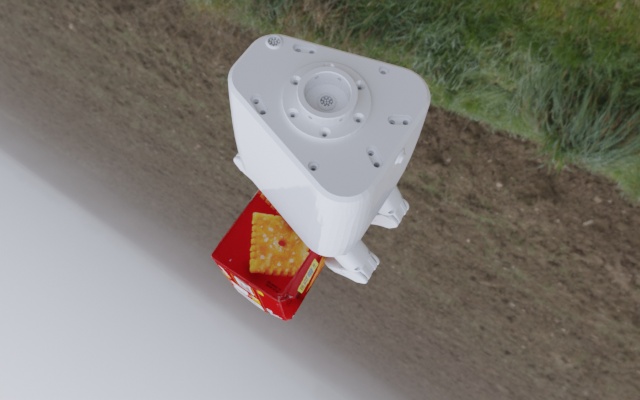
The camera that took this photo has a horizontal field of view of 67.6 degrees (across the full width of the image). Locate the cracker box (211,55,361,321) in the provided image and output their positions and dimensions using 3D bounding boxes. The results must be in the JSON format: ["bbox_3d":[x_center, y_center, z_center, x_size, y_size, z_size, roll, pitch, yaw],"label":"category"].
[{"bbox_3d":[0.000,0.002,0.446,0.072,0.213,0.164,32,-18,9],"label":"cracker box"}]
